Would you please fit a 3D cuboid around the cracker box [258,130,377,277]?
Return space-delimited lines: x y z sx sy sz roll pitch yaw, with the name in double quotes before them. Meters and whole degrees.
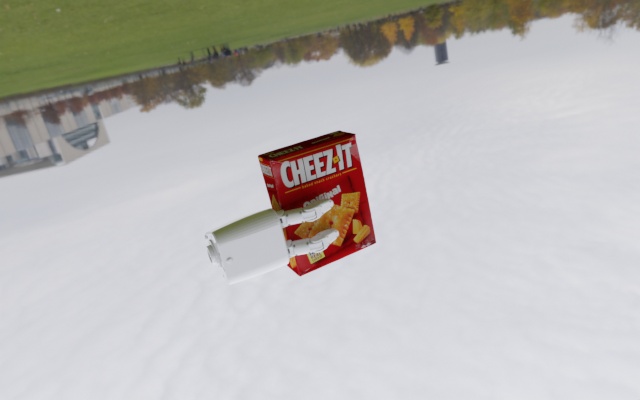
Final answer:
"cracker box" 0.000 0.003 0.839 0.164 0.214 0.072 -20 20 -21
